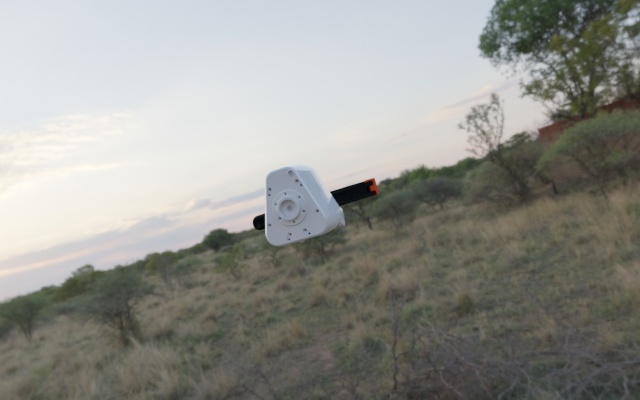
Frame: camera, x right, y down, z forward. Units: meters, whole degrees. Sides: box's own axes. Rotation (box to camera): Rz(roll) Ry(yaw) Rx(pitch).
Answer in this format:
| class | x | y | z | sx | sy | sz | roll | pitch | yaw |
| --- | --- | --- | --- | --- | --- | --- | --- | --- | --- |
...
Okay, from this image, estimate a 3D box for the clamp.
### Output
| class | x | y | z | sx | sy | sz | roll | pitch | yaw |
| --- | --- | --- | --- | --- | --- | --- | --- | --- | --- |
| clamp | 0.000 | 0.002 | 0.841 | 0.210 | 0.036 | 0.164 | -17 | 3 | 12 |
